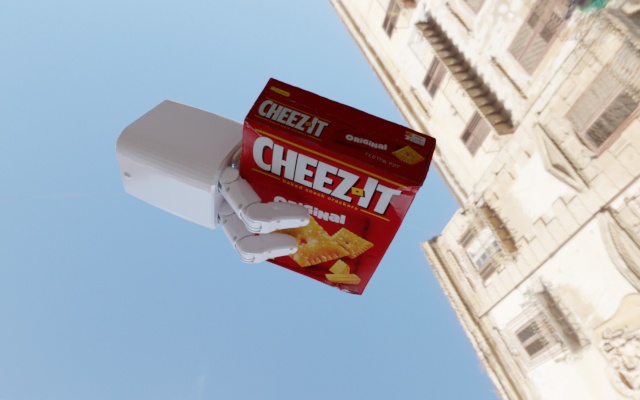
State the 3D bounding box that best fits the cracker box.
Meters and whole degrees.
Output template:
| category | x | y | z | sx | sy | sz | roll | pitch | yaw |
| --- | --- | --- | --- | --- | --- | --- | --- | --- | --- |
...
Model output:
| category | x | y | z | sx | sy | sz | roll | pitch | yaw |
| --- | --- | --- | --- | --- | --- | --- | --- | --- | --- |
| cracker box | 0.000 | 0.002 | 0.494 | 0.164 | 0.072 | 0.214 | 21 | -38 | 3 |
